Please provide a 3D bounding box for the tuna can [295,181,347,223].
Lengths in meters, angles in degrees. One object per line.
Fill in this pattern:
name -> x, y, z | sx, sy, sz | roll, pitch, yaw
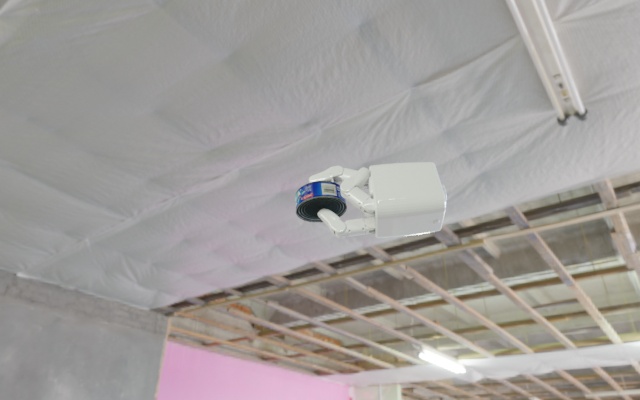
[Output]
tuna can -> 0.000, 0.002, 0.804 | 0.086, 0.033, 0.086 | -5, -30, -3
